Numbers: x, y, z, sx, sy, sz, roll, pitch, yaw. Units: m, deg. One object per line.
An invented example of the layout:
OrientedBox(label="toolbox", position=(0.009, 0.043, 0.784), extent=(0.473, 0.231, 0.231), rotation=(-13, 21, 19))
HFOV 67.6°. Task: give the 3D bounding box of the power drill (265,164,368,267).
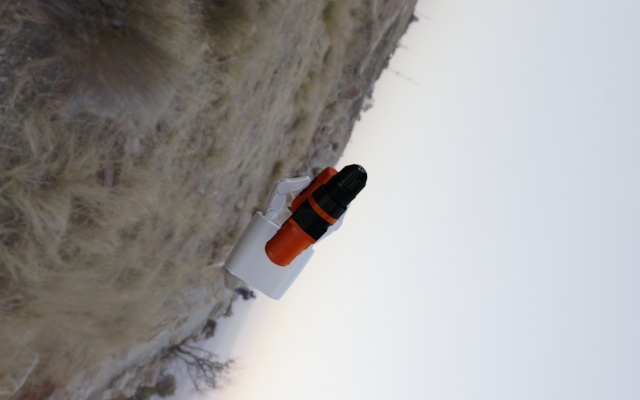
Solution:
OrientedBox(label="power drill", position=(0.000, 0.002, 0.722), extent=(0.184, 0.057, 0.187), rotation=(-43, 5, 14))
